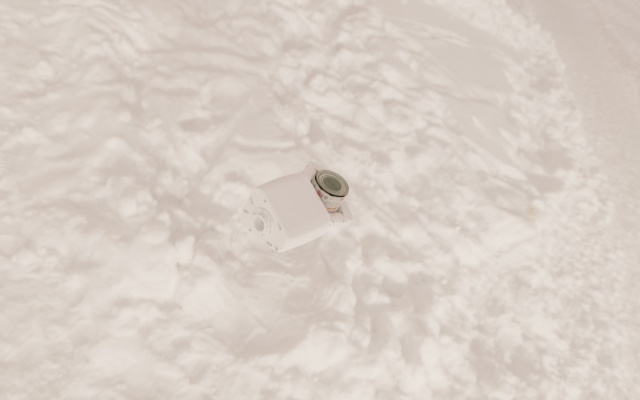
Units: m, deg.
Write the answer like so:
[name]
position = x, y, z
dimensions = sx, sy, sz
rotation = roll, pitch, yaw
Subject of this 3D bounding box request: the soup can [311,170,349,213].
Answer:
[soup can]
position = 0.001, 0.003, 0.865
dimensions = 0.068, 0.068, 0.102
rotation = 0, -43, -35
